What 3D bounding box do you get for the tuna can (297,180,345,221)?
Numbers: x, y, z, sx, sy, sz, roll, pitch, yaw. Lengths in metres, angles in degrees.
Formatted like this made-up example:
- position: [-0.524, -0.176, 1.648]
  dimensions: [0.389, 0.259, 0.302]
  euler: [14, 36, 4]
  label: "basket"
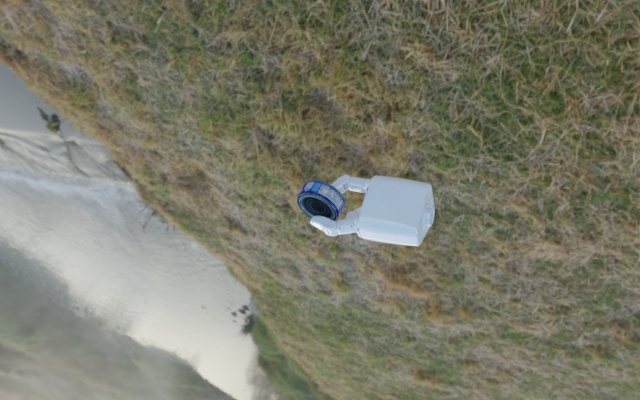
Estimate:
- position: [0.000, 0.003, 0.881]
  dimensions: [0.086, 0.033, 0.086]
  euler: [21, -32, 14]
  label: "tuna can"
